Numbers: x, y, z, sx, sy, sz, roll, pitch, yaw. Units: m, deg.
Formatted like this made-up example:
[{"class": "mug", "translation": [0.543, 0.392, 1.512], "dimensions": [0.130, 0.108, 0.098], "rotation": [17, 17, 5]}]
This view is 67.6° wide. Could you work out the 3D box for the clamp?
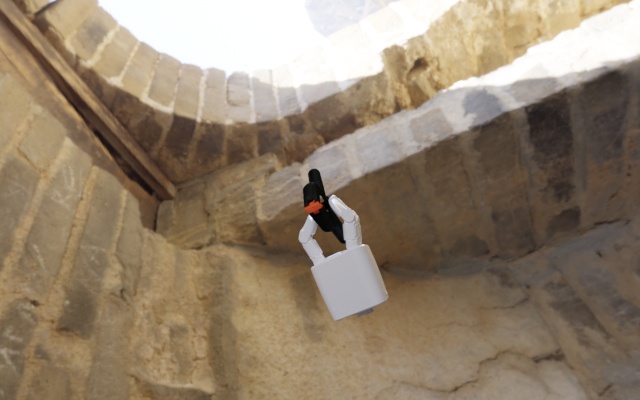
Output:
[{"class": "clamp", "translation": [-0.001, 0.003, 0.884], "dimensions": [0.036, 0.164, 0.210], "rotation": [-27, -11, 8]}]
